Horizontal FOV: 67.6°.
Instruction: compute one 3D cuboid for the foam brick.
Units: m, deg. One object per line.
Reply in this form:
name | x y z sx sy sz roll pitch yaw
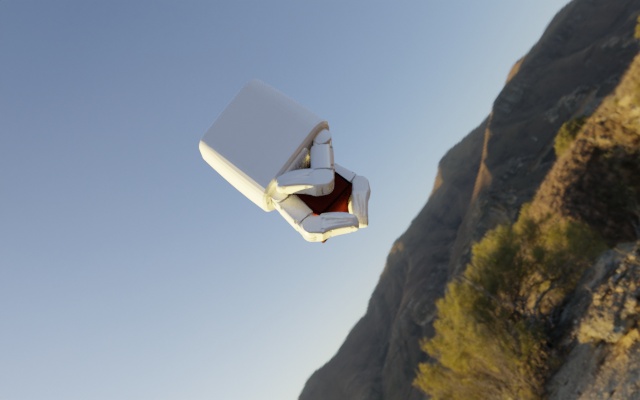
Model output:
foam brick | 0.000 0.002 0.547 0.051 0.053 0.078 36 -22 18
